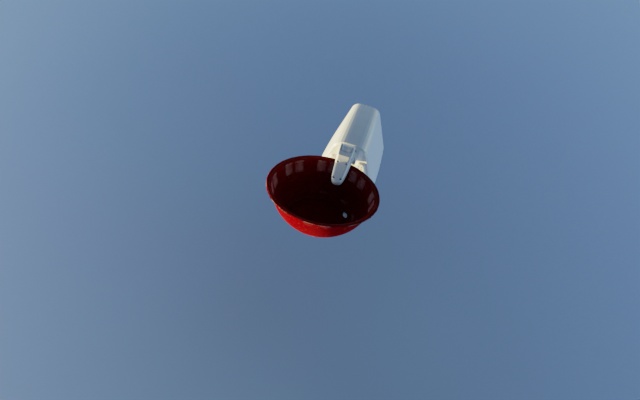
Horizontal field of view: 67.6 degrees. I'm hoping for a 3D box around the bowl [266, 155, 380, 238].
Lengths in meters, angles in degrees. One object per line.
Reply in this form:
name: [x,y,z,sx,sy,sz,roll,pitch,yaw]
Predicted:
bowl: [-0.001,0.003,0.683,0.162,0.055,0.162,8,38,-6]
